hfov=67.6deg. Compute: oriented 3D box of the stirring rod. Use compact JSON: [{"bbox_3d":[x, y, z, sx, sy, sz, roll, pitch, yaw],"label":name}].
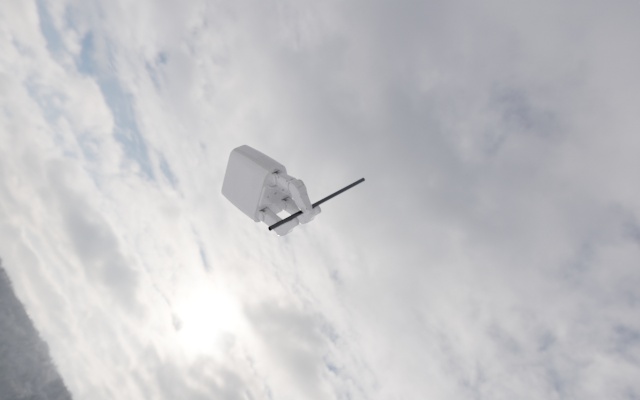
[{"bbox_3d":[0.000,0.003,0.856,0.239,0.011,0.011,-28,18,-38],"label":"stirring rod"}]
